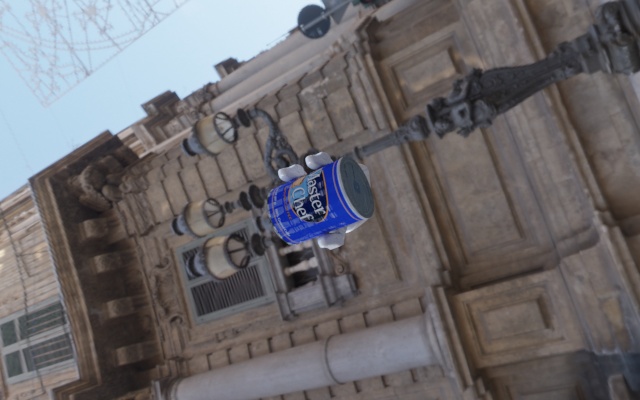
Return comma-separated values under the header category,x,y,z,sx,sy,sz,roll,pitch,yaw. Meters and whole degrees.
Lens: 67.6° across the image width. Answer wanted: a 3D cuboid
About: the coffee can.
category,x,y,z,sx,sy,sz,roll,pitch,yaw
coffee can,0.000,0.003,0.764,0.140,0.103,0.103,-22,-10,26
